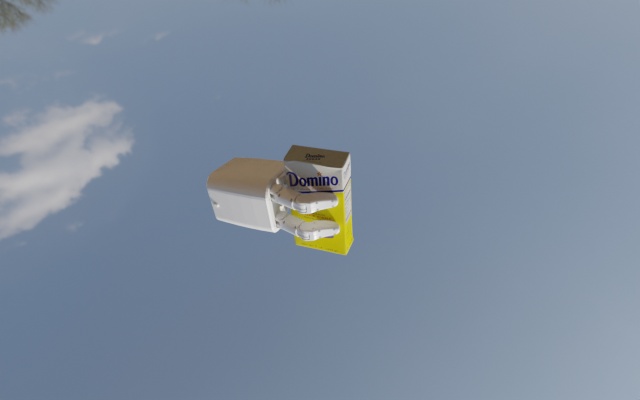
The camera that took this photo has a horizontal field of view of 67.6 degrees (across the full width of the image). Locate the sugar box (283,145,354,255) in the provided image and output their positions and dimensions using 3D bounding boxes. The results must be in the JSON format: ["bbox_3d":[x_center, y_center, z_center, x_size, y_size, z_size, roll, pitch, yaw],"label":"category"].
[{"bbox_3d":[0.000,0.003,0.738,0.093,0.176,0.048,9,44,18],"label":"sugar box"}]
